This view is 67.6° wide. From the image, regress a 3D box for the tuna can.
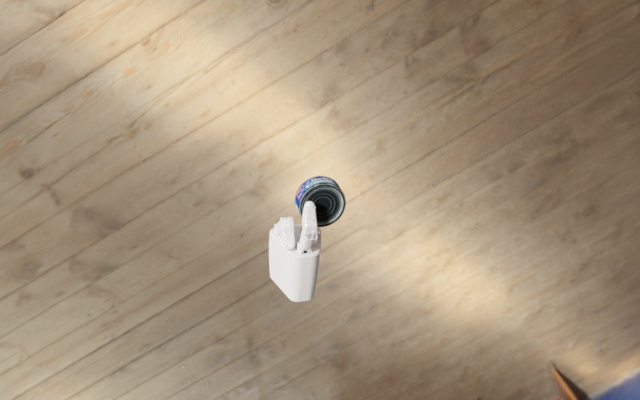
[{"bbox_3d":[0.000,0.003,0.829,0.086,0.086,0.033,0,24,-15],"label":"tuna can"}]
